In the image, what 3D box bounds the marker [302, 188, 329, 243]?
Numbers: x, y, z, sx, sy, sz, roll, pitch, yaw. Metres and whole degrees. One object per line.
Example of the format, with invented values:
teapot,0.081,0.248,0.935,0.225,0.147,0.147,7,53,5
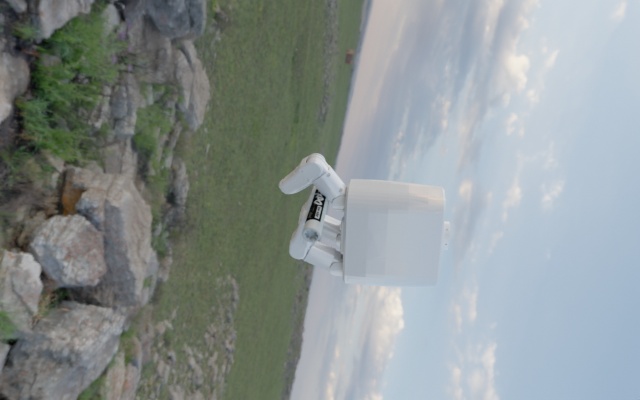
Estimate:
marker,0.000,0.002,0.524,0.020,0.020,0.121,0,33,11
